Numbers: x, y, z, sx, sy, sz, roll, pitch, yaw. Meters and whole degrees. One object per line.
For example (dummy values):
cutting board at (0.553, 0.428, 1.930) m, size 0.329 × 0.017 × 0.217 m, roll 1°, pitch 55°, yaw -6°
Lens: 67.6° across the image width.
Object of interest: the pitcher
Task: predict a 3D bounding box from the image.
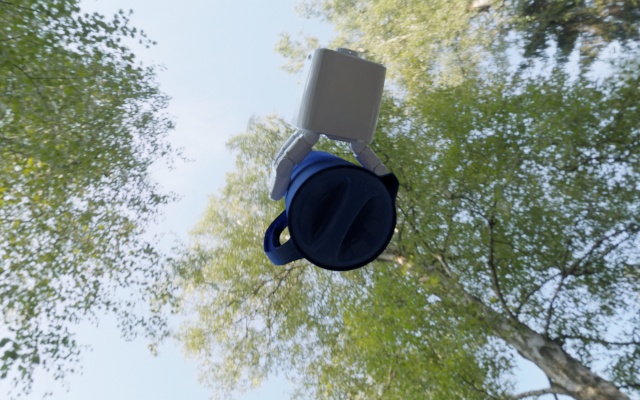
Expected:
pitcher at (0.000, 0.002, 0.676) m, size 0.149 × 0.145 × 0.242 m, roll 8°, pitch 11°, yaw -11°
